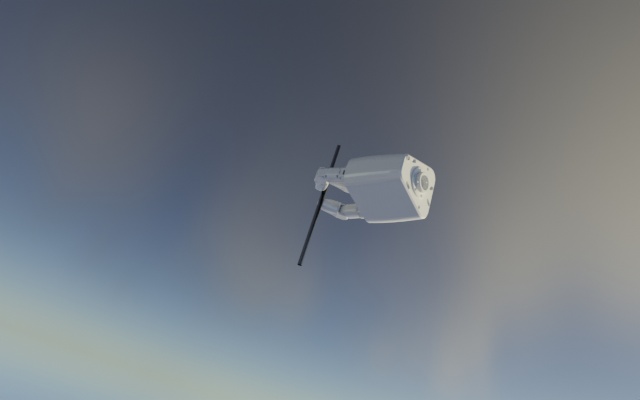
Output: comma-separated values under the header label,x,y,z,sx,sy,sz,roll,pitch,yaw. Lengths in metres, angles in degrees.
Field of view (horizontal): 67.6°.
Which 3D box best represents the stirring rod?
label,x,y,z,sx,sy,sz,roll,pitch,yaw
stirring rod,0.000,0.003,0.838,0.011,0.239,0.011,15,-25,7
